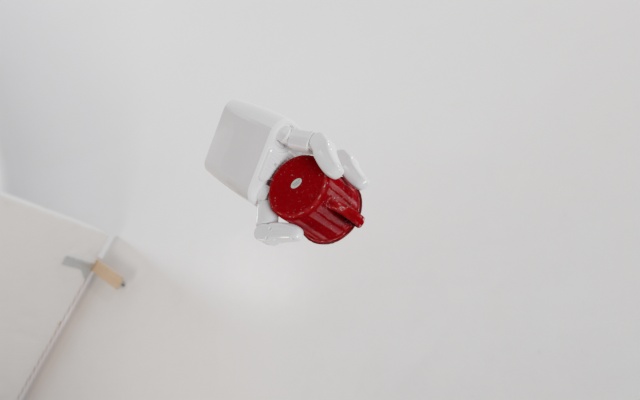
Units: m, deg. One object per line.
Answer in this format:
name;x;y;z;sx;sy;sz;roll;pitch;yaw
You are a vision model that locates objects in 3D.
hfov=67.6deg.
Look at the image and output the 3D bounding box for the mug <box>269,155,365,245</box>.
mug;0.001;0.002;0.565;0.117;0.093;0.081;29;-5;37
